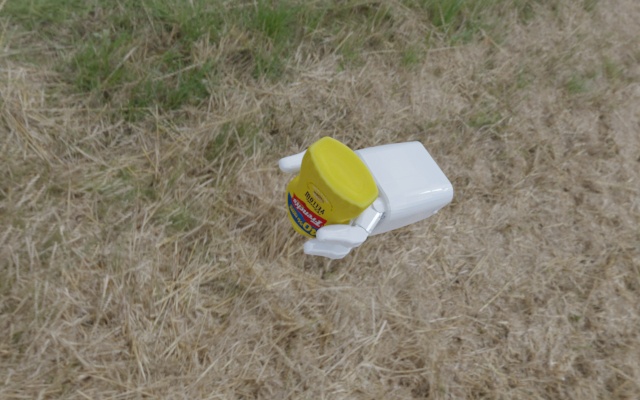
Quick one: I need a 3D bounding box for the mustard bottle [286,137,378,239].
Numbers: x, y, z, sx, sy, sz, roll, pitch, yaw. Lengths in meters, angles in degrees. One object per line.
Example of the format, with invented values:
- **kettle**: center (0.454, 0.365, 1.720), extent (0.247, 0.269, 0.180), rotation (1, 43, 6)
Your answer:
- **mustard bottle**: center (0.000, 0.002, 0.617), extent (0.058, 0.096, 0.192), rotation (-40, -6, -28)
